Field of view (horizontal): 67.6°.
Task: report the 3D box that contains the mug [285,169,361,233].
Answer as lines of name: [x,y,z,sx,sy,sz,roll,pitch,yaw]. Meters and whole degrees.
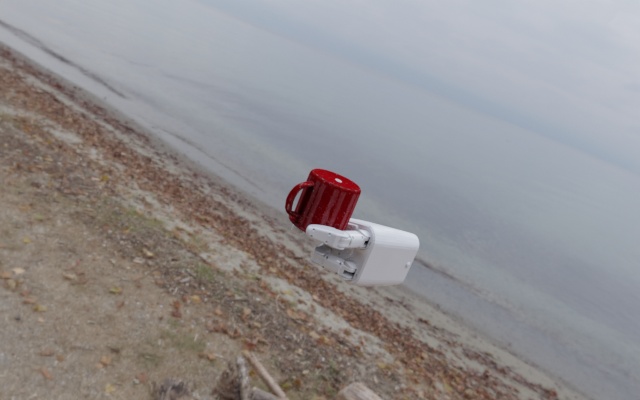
mug: [-0.001,0.002,0.704,0.117,0.081,0.093,10,19,-37]
